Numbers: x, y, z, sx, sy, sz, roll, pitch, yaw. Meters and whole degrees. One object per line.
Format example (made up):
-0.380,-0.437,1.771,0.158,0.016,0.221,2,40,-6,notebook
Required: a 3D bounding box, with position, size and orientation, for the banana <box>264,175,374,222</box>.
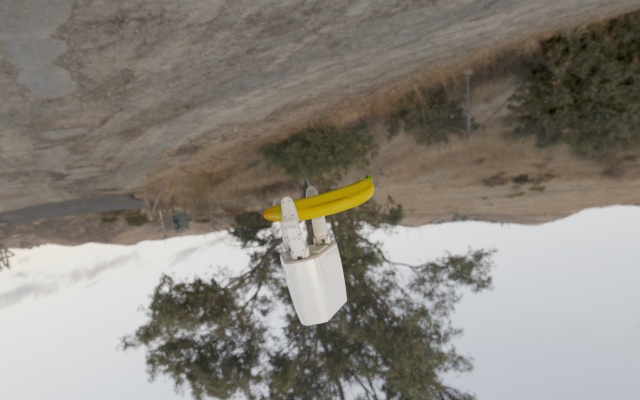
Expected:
0.009,0.003,0.765,0.198,0.037,0.069,-17,9,-16,banana
